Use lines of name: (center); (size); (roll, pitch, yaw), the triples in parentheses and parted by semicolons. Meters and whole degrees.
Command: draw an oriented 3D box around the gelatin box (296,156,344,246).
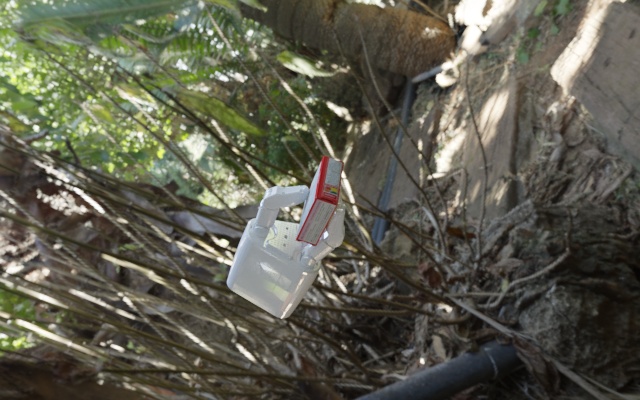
gelatin box: (0.000, 0.002, 0.590); (0.030, 0.073, 0.089); (17, -44, -7)
